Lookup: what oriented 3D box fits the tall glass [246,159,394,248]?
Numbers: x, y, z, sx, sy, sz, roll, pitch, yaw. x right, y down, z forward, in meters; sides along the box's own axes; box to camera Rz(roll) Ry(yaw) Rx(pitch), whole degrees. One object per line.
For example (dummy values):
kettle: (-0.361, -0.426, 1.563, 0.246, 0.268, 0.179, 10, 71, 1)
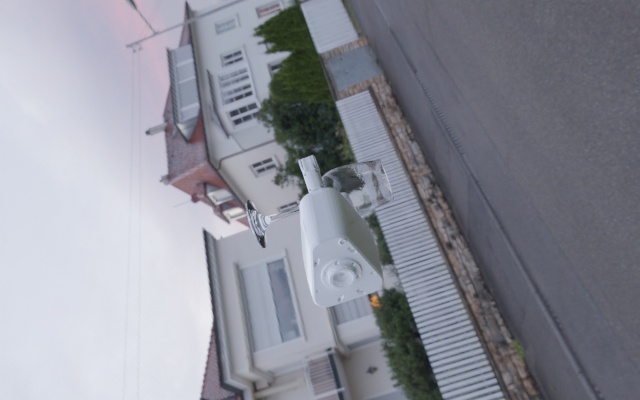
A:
tall glass: (-0.001, 0.002, 0.685, 0.201, 0.079, 0.079, -19, -2, 4)
